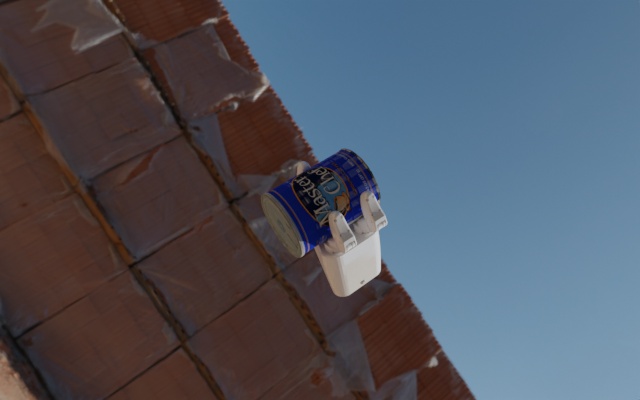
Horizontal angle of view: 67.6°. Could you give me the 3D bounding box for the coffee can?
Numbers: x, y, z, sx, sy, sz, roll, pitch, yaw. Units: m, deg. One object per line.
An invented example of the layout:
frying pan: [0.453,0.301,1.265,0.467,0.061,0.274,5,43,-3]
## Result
coffee can: [0.000,0.002,0.687,0.140,0.103,0.103,-31,11,-19]
